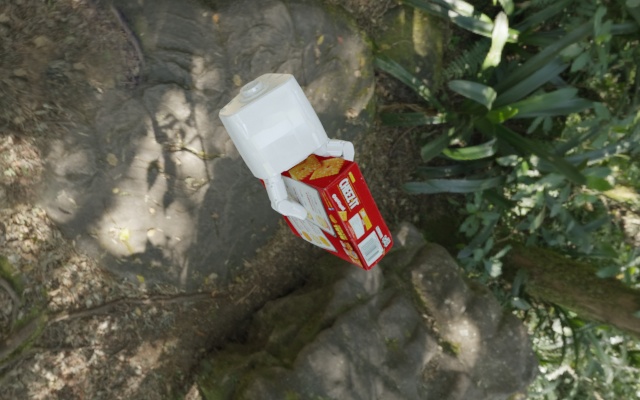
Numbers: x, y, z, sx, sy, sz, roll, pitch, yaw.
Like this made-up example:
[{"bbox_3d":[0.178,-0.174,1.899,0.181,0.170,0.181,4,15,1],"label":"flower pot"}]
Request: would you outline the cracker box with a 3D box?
[{"bbox_3d":[0.000,0.003,0.760,0.072,0.164,0.213,-41,33,-20],"label":"cracker box"}]
